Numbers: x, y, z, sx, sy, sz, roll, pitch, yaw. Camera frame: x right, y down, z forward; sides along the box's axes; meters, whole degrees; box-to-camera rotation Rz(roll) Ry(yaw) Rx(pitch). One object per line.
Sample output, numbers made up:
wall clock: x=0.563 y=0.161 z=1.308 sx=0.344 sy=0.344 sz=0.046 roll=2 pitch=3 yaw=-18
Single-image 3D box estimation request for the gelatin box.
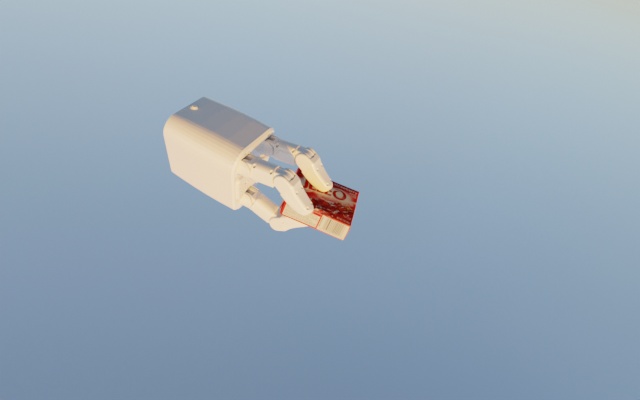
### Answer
gelatin box: x=0.000 y=0.002 z=0.608 sx=0.089 sy=0.030 sz=0.073 roll=23 pitch=38 yaw=-3
